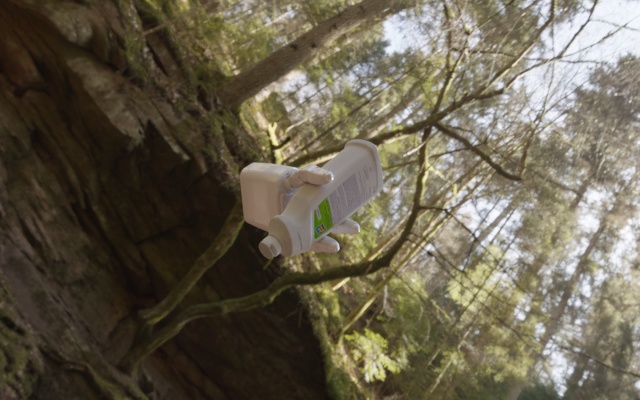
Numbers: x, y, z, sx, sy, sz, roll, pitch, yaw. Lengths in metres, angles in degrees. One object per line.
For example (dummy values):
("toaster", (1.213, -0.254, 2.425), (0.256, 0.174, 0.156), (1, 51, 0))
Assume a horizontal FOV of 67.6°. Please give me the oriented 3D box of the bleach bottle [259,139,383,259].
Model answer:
("bleach bottle", (0.000, 0.003, 0.753), (0.068, 0.103, 0.250), (14, 40, 42))
